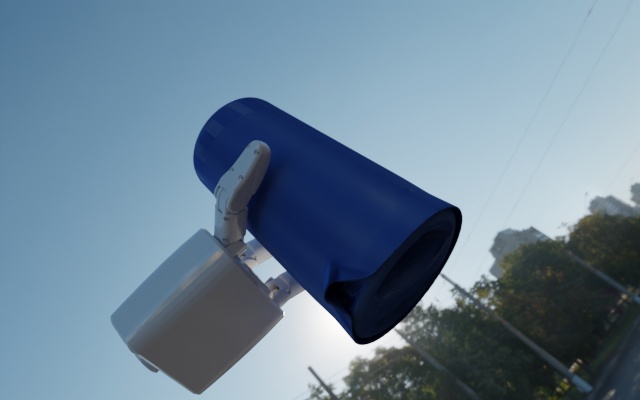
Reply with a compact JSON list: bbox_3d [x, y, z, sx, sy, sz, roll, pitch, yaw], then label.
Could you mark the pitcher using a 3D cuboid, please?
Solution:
[{"bbox_3d":[0.000,0.002,0.442,0.242,0.145,0.149,38,-14,31],"label":"pitcher"}]
